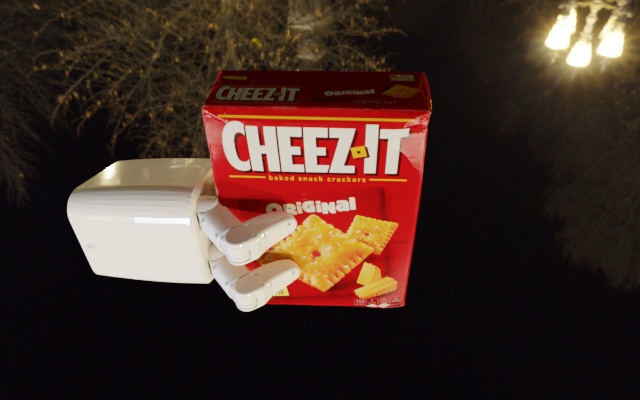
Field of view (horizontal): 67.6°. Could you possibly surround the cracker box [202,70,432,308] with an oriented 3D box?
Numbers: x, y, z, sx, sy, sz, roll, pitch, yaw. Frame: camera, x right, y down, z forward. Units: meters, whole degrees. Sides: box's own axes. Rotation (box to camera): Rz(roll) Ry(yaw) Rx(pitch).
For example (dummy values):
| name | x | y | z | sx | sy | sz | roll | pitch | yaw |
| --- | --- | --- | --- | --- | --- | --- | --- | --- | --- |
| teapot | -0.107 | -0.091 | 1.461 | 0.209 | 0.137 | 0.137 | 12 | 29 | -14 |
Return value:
| name | x | y | z | sx | sy | sz | roll | pitch | yaw |
| --- | --- | --- | --- | --- | --- | --- | --- | --- | --- |
| cracker box | 0.000 | 0.001 | 0.415 | 0.164 | 0.214 | 0.072 | 1 | 39 | 4 |
